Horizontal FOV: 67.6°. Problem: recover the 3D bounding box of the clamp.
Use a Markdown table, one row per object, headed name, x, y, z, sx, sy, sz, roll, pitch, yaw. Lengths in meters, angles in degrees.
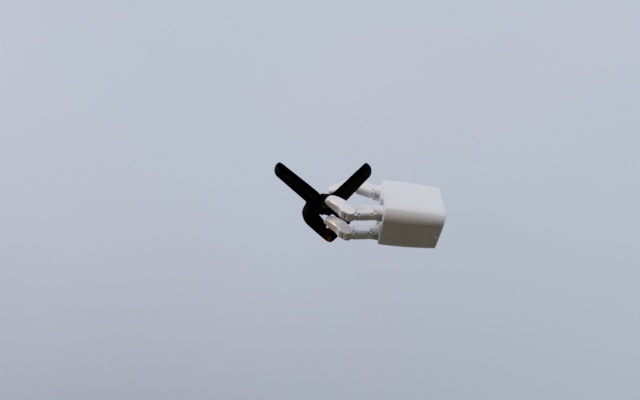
| name | x | y | z | sx | sy | sz | roll | pitch | yaw |
| --- | --- | --- | --- | --- | --- | --- | --- | --- | --- |
| clamp | 0.000 | 0.003 | 0.870 | 0.164 | 0.036 | 0.210 | 6 | -40 | 2 |
